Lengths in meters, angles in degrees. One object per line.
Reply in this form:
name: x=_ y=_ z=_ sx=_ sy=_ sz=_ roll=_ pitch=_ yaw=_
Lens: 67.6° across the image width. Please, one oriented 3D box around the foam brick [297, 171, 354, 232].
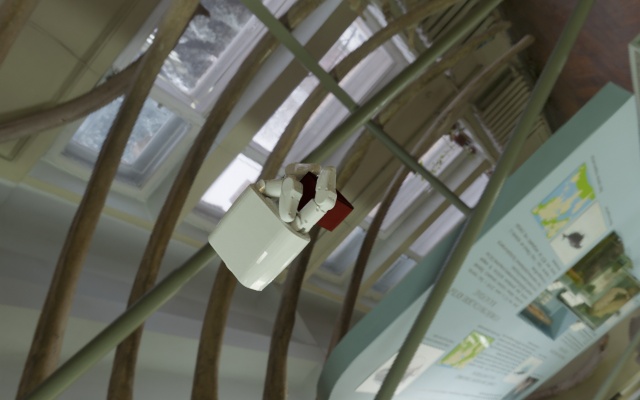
foam brick: x=0.000 y=0.002 z=0.706 sx=0.078 sy=0.051 sz=0.053 roll=31 pitch=14 yaw=-48
